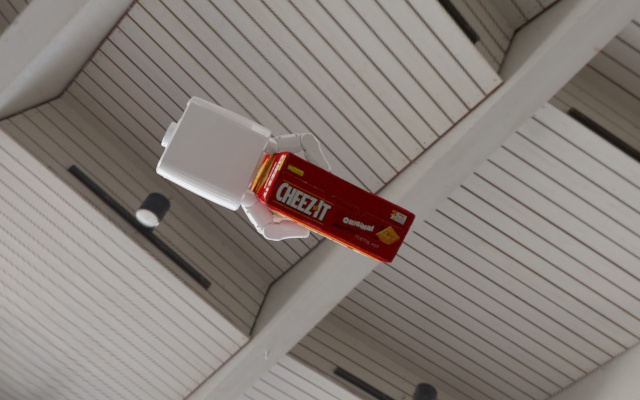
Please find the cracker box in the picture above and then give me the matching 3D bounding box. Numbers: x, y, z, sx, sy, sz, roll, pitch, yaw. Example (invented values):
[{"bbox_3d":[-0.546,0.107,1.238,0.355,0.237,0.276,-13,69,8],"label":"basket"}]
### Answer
[{"bbox_3d":[0.000,0.002,0.618,0.164,0.072,0.213,25,0,-14],"label":"cracker box"}]
